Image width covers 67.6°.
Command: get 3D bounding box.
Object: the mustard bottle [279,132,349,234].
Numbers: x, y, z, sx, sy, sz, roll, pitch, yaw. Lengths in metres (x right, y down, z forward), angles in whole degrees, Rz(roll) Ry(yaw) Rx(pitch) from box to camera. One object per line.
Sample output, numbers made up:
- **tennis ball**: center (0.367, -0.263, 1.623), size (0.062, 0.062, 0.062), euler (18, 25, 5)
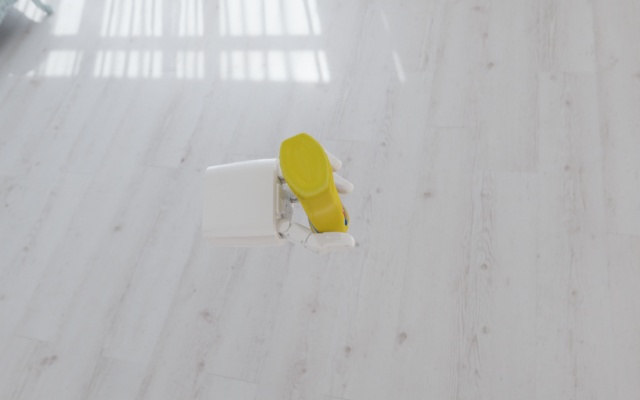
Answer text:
- **mustard bottle**: center (0.000, 0.002, 0.638), size (0.058, 0.096, 0.192), euler (-25, -33, -1)
